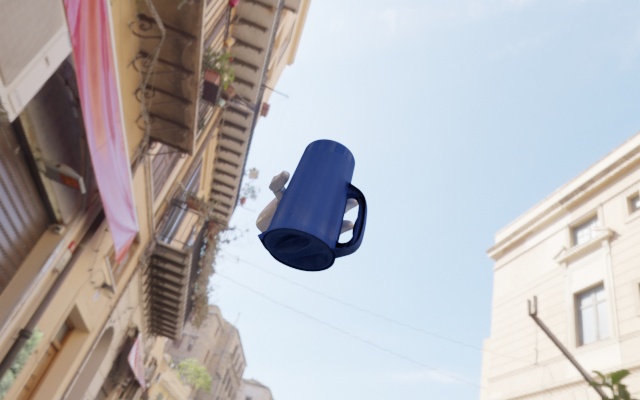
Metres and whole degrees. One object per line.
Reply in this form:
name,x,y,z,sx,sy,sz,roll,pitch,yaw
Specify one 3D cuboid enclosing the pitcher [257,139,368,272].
pitcher,0.000,0.003,0.895,0.149,0.242,0.145,32,-38,-17
